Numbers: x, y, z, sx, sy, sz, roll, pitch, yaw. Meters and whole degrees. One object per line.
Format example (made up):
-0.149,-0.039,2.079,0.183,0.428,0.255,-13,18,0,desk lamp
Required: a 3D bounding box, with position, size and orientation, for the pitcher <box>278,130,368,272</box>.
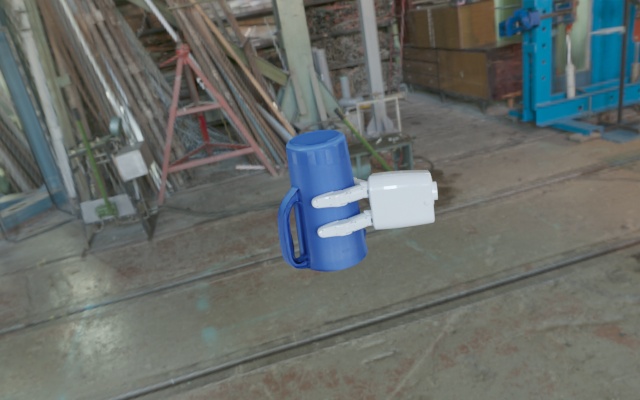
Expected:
0.000,0.003,0.879,0.145,0.243,0.149,-5,22,12,pitcher
